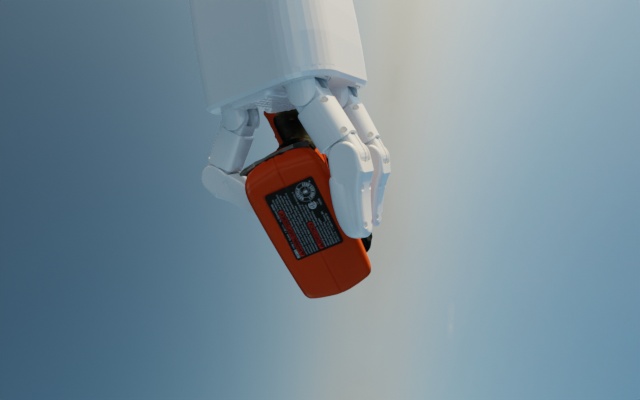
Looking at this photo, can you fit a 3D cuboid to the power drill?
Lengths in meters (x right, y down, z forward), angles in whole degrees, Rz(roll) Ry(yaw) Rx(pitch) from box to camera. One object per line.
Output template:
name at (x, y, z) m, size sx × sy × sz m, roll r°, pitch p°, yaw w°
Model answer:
power drill at (0.000, 0.001, 0.402) m, size 0.057 × 0.184 × 0.187 m, roll -26°, pitch 18°, yaw 9°
